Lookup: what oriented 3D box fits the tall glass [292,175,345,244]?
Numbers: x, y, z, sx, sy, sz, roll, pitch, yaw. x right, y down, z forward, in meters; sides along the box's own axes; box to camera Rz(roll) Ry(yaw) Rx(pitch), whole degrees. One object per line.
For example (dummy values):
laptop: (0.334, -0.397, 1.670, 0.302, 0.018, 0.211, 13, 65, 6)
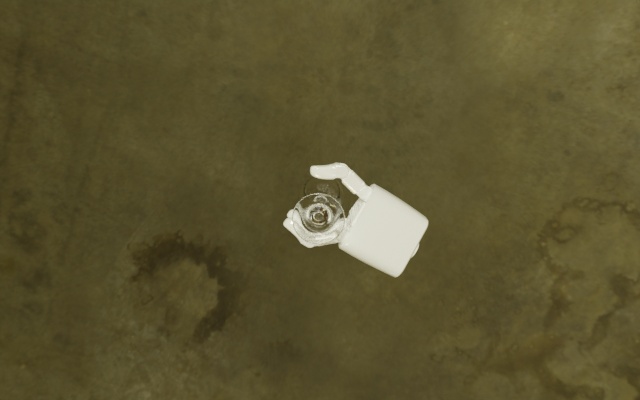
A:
tall glass: (0.000, 0.003, 0.760, 0.079, 0.079, 0.201, 0, 14, 1)
